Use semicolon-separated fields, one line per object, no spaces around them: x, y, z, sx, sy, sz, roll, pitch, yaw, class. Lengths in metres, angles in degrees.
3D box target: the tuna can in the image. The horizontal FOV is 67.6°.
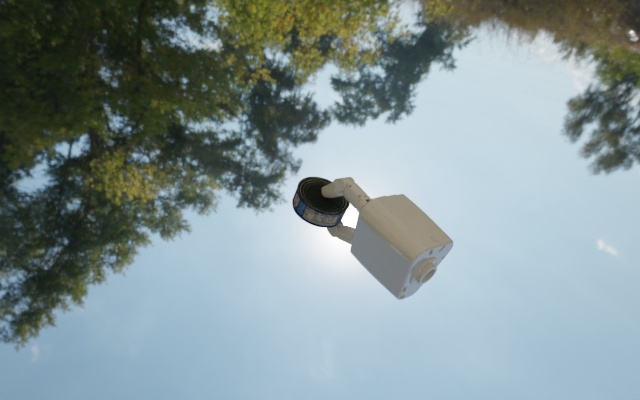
0.000;0.003;0.741;0.086;0.034;0.086;15;36;-12;tuna can
